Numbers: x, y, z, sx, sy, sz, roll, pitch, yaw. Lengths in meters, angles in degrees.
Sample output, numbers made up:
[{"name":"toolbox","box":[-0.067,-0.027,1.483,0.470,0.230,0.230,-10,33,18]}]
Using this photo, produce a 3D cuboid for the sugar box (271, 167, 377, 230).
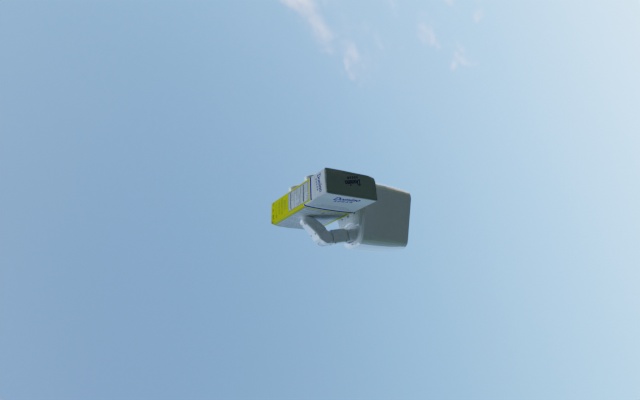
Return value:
[{"name":"sugar box","box":[0.000,0.002,0.758,0.093,0.048,0.176,9,-25,-31]}]
